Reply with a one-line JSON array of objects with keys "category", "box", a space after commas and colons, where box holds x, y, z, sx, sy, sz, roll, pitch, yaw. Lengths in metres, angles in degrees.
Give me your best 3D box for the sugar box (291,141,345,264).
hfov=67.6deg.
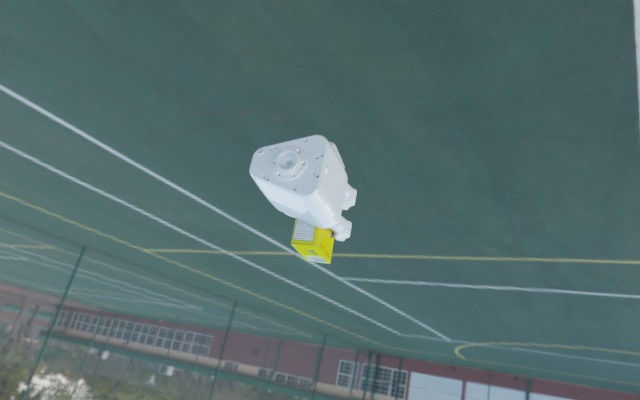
[{"category": "sugar box", "box": [0.001, 0.003, 0.759, 0.048, 0.176, 0.093, 5, -22, 18]}]
